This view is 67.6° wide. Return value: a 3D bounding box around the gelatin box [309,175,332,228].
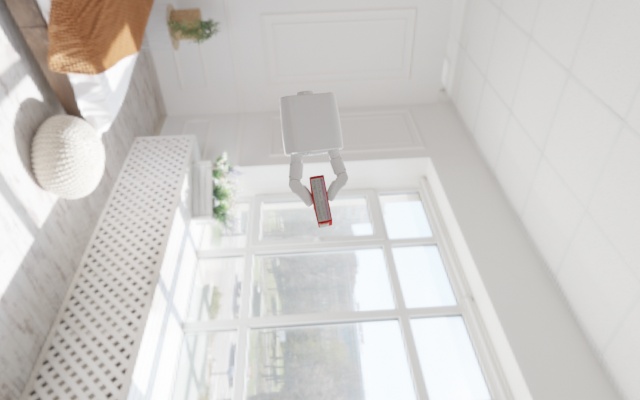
[{"bbox_3d":[0.001,0.003,0.898,0.030,0.089,0.073,-11,-9,-1],"label":"gelatin box"}]
